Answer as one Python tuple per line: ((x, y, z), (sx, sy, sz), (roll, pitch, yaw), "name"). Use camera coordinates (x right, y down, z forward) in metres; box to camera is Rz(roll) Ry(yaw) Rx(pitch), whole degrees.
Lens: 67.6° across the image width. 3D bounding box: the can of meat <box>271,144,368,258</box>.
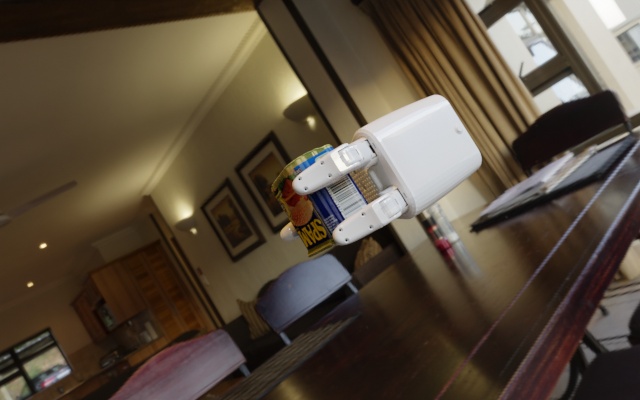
((0.000, 0.001, 0.468), (0.057, 0.084, 0.102), (-30, -3, -23), "can of meat")
